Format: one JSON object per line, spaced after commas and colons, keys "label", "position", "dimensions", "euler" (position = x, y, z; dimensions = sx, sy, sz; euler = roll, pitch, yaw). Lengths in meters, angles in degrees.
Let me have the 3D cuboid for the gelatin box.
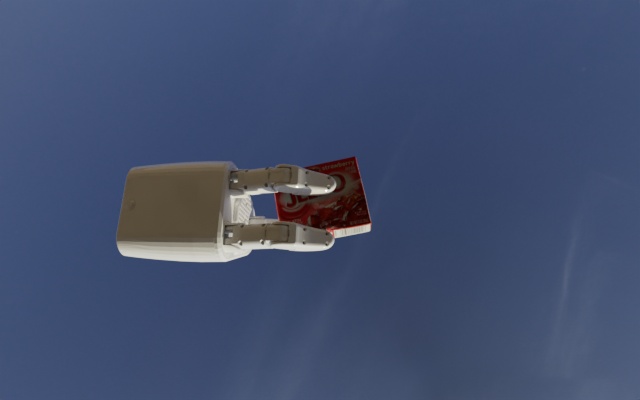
{"label": "gelatin box", "position": [0.000, 0.002, 0.478], "dimensions": [0.089, 0.073, 0.030], "euler": [-11, -20, 0]}
